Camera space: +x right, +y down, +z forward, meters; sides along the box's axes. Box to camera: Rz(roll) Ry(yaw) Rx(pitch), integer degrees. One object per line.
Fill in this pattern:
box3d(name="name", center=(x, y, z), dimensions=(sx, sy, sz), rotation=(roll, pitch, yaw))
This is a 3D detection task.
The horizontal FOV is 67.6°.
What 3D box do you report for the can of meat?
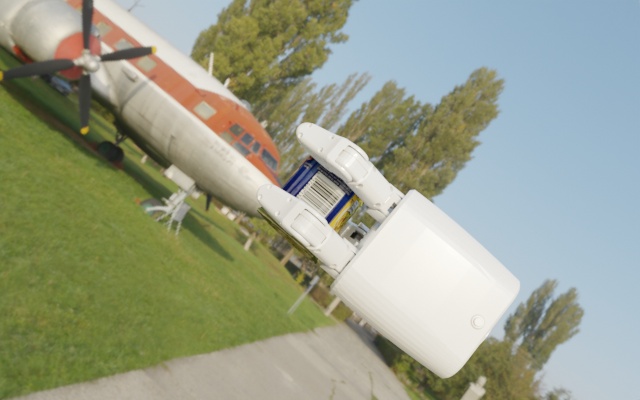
box3d(name="can of meat", center=(0.000, 0.001, 0.403), dimensions=(0.057, 0.084, 0.102), rotation=(40, -8, 9))
